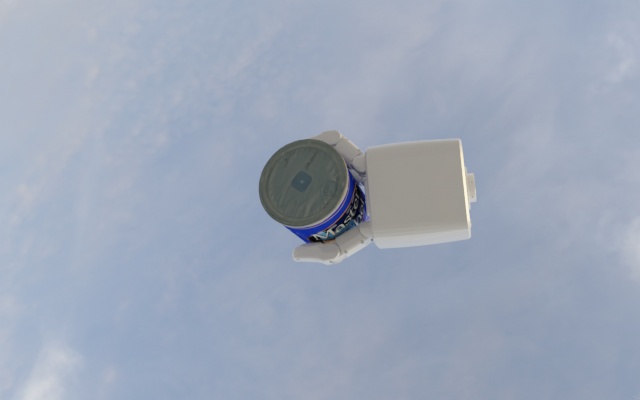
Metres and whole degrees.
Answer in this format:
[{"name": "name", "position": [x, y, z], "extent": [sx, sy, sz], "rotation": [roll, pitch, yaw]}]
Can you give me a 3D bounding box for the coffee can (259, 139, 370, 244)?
[{"name": "coffee can", "position": [0.000, 0.002, 0.580], "extent": [0.103, 0.102, 0.140], "rotation": [0, -19, 18]}]
